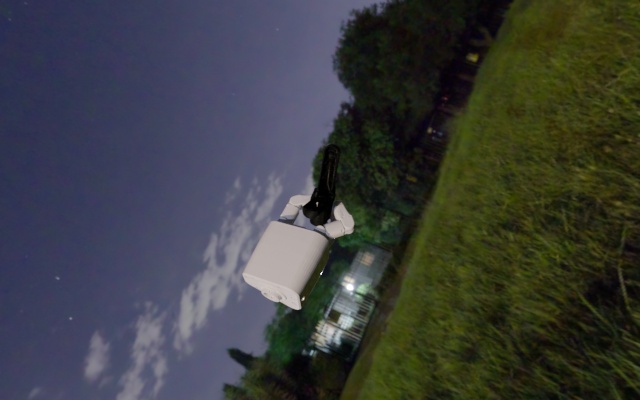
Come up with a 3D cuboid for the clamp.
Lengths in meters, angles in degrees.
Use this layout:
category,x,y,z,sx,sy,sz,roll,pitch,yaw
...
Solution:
category,x,y,z,sx,sy,sz,roll,pitch,yaw
clamp,0.000,0.002,0.759,0.039,0.120,0.172,21,-28,13
